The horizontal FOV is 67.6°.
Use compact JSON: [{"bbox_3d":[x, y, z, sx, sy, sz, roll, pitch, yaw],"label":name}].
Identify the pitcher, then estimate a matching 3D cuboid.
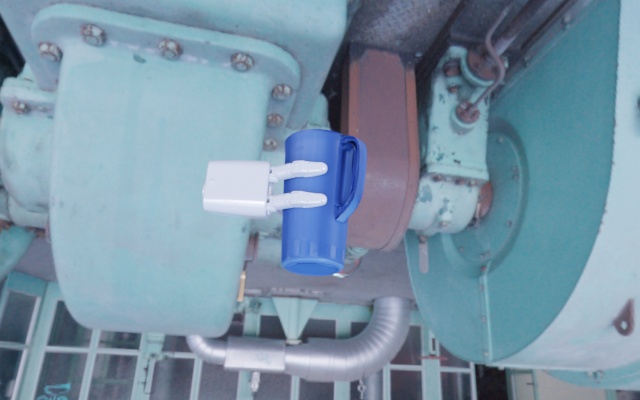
[{"bbox_3d":[0.000,0.003,0.844,0.145,0.242,0.149,4,-21,-2],"label":"pitcher"}]
